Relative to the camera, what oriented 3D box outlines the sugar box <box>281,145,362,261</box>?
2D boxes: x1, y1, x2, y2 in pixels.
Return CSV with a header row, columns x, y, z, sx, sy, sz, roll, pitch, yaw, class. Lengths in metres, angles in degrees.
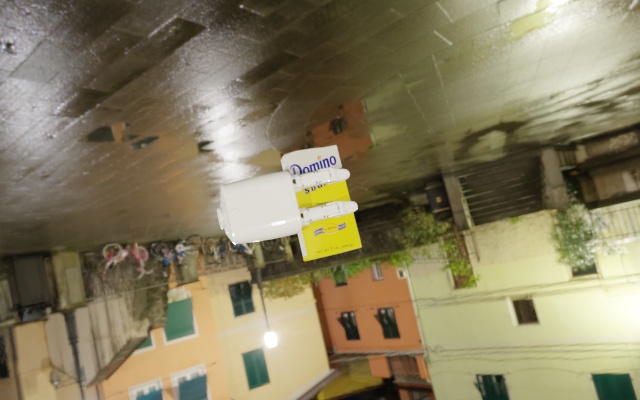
x,y,z,sx,sy,sz,roll,pitch,yaw,class
0.000,0.003,0.782,0.093,0.176,0.048,-12,-6,-17,sugar box
